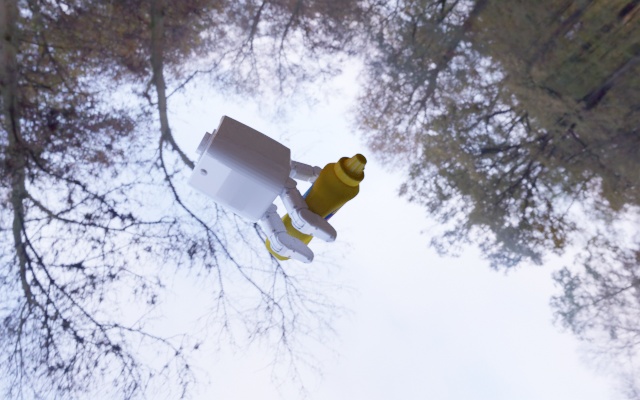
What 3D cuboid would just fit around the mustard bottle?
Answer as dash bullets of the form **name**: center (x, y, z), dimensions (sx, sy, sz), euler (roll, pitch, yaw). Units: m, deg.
- **mustard bottle**: center (0.000, 0.002, 0.650), dimensions (0.192, 0.058, 0.096), euler (-48, -3, 38)
